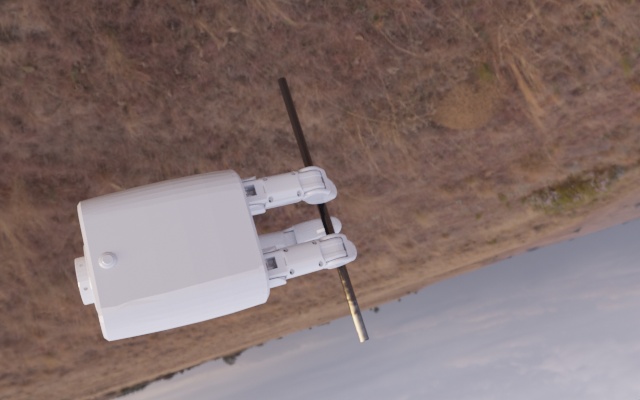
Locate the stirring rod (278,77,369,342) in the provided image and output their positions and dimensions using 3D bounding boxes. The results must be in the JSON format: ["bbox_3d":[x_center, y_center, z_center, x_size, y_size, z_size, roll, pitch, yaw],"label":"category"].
[{"bbox_3d":[0.000,0.001,0.412,0.011,0.239,0.011,-17,-12,-4],"label":"stirring rod"}]
